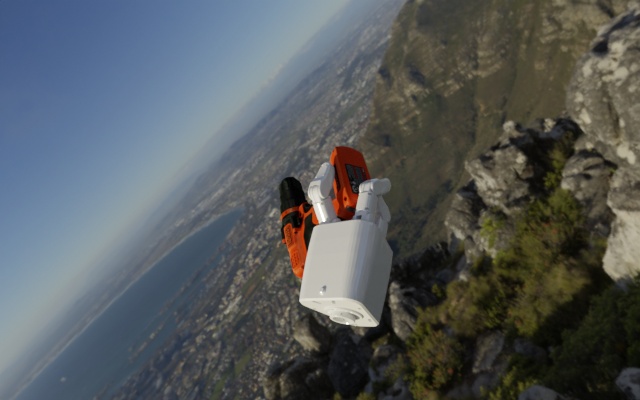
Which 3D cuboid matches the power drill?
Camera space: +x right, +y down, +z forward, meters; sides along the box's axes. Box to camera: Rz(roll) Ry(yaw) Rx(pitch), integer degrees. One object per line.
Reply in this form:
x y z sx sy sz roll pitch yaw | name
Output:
0.000 0.002 0.732 0.057 0.184 0.188 7 -37 -33 | power drill
